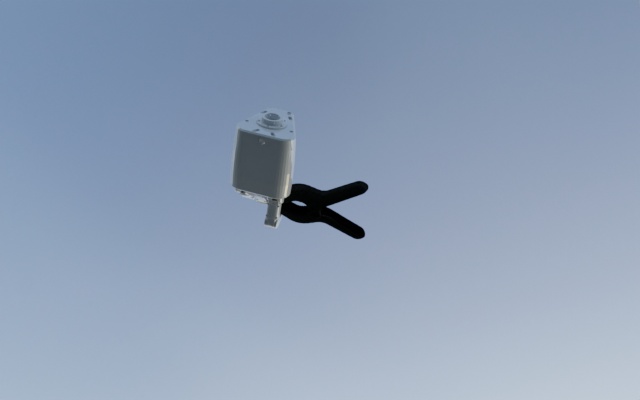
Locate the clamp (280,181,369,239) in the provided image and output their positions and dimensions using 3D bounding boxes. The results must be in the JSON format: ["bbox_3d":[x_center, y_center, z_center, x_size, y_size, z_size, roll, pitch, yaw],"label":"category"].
[{"bbox_3d":[0.000,0.002,0.787,0.171,0.120,0.039,12,37,2],"label":"clamp"}]
